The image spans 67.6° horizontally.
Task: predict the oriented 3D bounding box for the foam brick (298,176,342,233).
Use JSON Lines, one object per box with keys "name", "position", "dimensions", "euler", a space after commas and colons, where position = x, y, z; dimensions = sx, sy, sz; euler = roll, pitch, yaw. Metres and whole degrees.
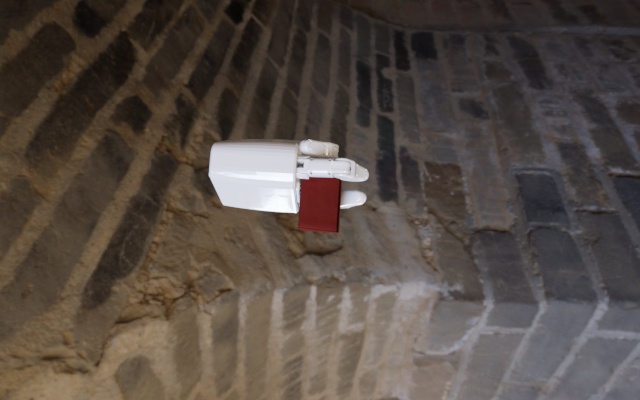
{"name": "foam brick", "position": [0.000, 0.002, 0.614], "dimensions": [0.051, 0.078, 0.053], "euler": [4, -7, 1]}
